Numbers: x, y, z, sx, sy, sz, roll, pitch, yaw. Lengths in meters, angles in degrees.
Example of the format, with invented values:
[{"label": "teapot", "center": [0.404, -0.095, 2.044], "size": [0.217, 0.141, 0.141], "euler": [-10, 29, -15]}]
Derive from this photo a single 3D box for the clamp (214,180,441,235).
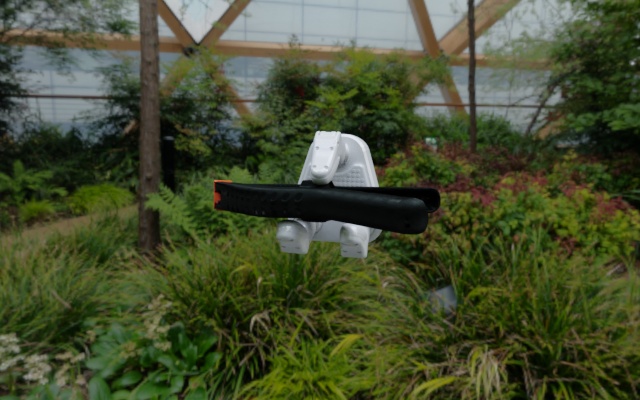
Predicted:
[{"label": "clamp", "center": [0.000, 0.000, 0.408], "size": [0.210, 0.036, 0.164], "euler": [3, 4, 10]}]
